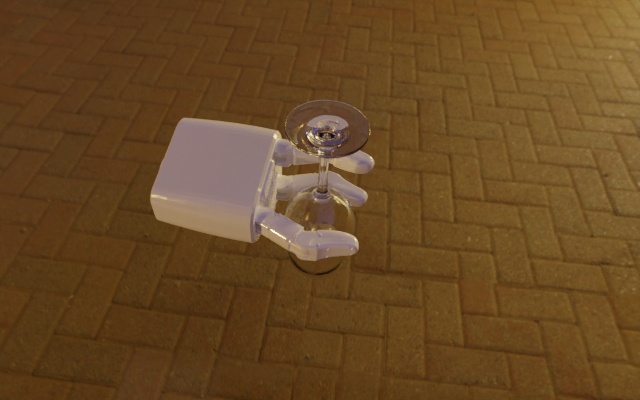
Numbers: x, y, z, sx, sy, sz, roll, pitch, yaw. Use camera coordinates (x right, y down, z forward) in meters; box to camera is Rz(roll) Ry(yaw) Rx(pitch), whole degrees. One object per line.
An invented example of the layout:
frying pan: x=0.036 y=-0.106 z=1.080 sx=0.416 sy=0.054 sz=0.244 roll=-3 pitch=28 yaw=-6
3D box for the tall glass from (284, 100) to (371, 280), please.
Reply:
tall glass: x=0.000 y=0.001 z=0.482 sx=0.079 sy=0.079 sz=0.201 roll=0 pitch=-40 yaw=-4
